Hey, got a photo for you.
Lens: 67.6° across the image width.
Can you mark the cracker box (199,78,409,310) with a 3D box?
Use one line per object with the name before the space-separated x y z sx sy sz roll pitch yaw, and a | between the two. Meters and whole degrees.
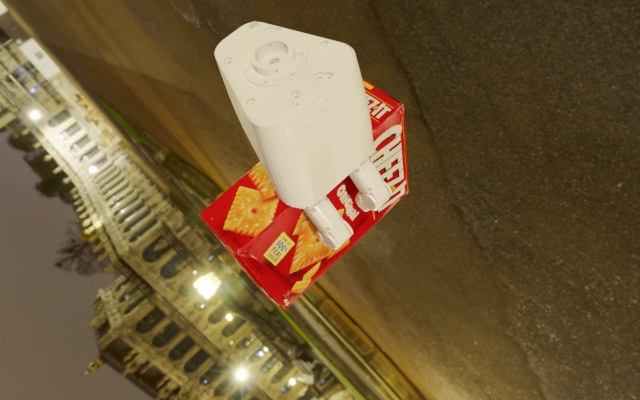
cracker box | 0.000 0.002 0.510 0.072 0.213 0.164 40 -16 29
